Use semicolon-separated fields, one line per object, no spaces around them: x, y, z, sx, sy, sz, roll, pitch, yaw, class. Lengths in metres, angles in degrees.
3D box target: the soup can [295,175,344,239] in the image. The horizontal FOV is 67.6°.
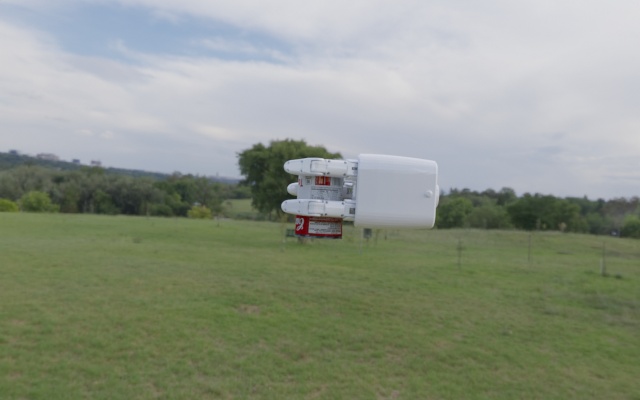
0.000;0.002;0.680;0.068;0.102;0.068;3;-1;0;soup can
